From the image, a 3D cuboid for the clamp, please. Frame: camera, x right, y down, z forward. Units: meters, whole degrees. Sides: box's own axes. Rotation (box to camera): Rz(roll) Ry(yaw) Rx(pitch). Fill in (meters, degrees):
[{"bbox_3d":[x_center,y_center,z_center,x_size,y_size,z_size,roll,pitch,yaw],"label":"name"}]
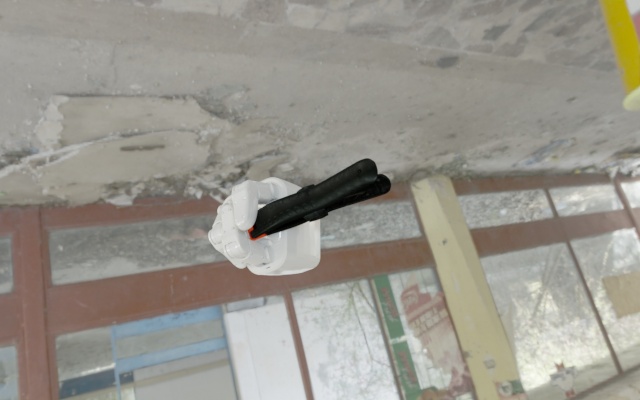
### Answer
[{"bbox_3d":[0.000,0.002,0.530,0.171,0.039,0.120,-21,-16,21],"label":"clamp"}]
